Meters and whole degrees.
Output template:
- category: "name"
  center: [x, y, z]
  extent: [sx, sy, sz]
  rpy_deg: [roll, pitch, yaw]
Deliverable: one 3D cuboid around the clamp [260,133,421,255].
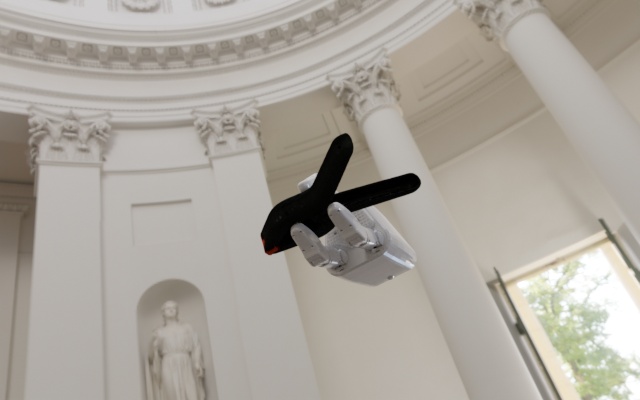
- category: "clamp"
  center: [0.000, 0.002, 0.568]
  extent: [0.210, 0.036, 0.165]
  rpy_deg: [-31, -32, 20]
